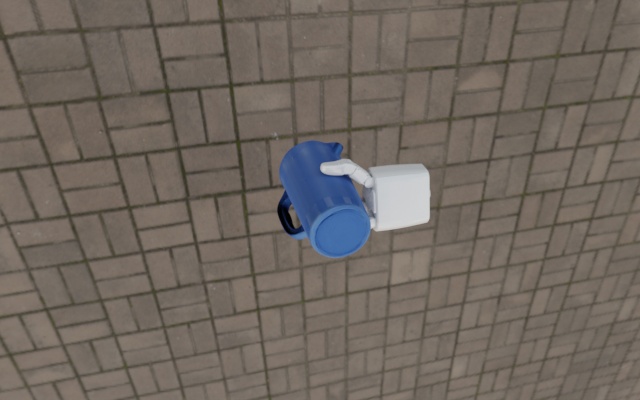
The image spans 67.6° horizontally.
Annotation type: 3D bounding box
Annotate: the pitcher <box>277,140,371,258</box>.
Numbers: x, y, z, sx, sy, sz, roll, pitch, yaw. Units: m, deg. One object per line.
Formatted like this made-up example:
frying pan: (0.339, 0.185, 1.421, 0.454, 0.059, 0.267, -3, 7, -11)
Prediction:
pitcher: (0.000, 0.003, 0.891, 0.145, 0.149, 0.242, -7, 32, -11)
